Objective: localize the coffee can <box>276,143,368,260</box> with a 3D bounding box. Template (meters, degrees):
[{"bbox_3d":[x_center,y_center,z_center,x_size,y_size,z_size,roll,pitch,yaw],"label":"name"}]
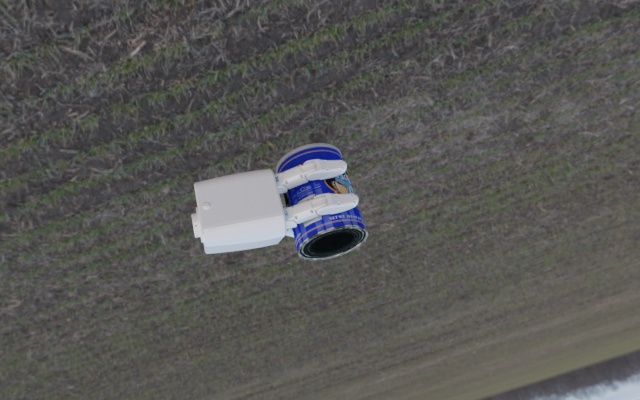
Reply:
[{"bbox_3d":[0.000,0.002,0.697,0.103,0.140,0.103,-13,-27,-7],"label":"coffee can"}]
